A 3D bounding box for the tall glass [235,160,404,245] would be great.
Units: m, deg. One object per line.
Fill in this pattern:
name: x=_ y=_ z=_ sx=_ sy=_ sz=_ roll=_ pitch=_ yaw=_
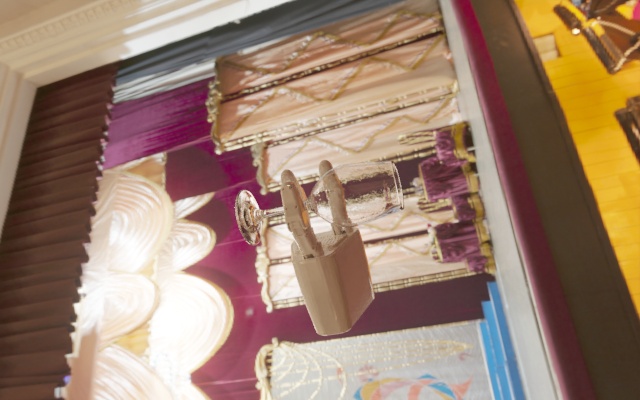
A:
tall glass: x=-0.001 y=0.002 z=0.600 sx=0.201 sy=0.079 sz=0.079 roll=-13 pitch=-3 yaw=15
